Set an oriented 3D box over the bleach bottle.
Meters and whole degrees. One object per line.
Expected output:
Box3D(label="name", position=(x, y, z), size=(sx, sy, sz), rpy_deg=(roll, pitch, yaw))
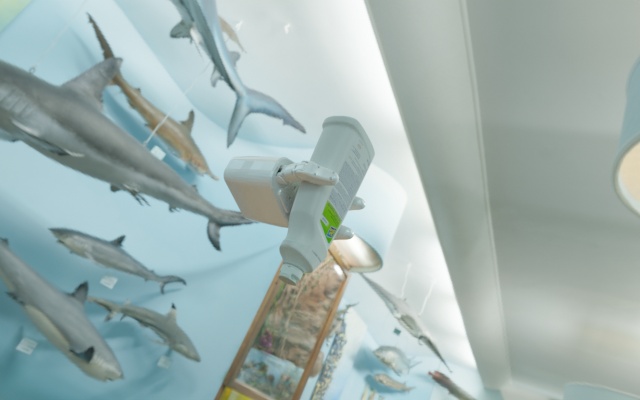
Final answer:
Box3D(label="bleach bottle", position=(0.000, 0.002, 0.697), size=(0.068, 0.250, 0.103), rpy_deg=(7, -31, 36))
